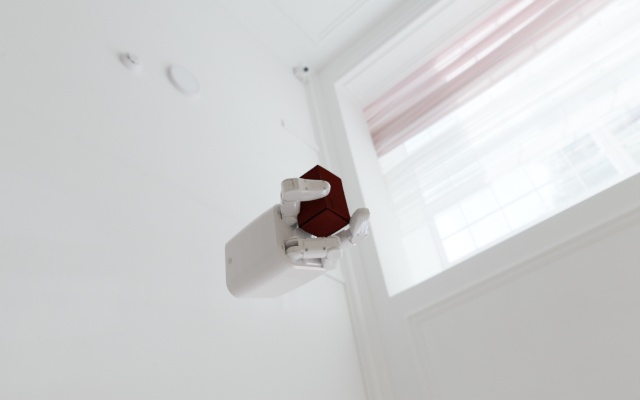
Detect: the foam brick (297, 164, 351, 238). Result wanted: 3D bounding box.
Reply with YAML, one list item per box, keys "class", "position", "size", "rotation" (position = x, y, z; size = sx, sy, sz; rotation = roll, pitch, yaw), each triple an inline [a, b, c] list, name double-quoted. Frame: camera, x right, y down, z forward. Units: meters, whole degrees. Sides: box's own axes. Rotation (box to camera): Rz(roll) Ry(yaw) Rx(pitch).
- class: "foam brick"
  position: [0.000, 0.002, 0.638]
  size: [0.051, 0.078, 0.053]
  rotation: [-34, -44, 27]
